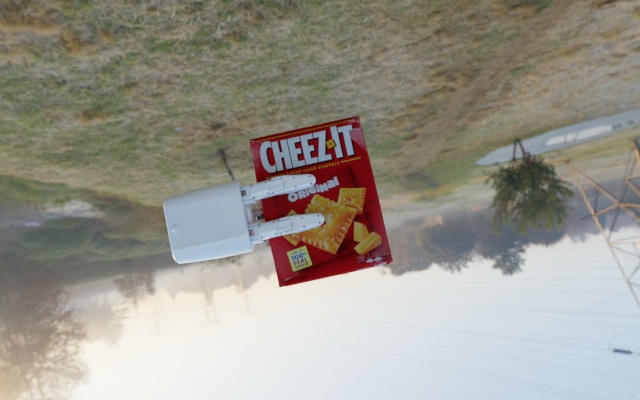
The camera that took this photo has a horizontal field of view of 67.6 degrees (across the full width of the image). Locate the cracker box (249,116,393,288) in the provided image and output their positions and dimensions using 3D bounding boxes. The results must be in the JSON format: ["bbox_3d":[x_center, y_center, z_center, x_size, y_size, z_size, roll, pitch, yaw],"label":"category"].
[{"bbox_3d":[0.000,0.002,0.687,0.164,0.213,0.072,-12,-5,0],"label":"cracker box"}]
